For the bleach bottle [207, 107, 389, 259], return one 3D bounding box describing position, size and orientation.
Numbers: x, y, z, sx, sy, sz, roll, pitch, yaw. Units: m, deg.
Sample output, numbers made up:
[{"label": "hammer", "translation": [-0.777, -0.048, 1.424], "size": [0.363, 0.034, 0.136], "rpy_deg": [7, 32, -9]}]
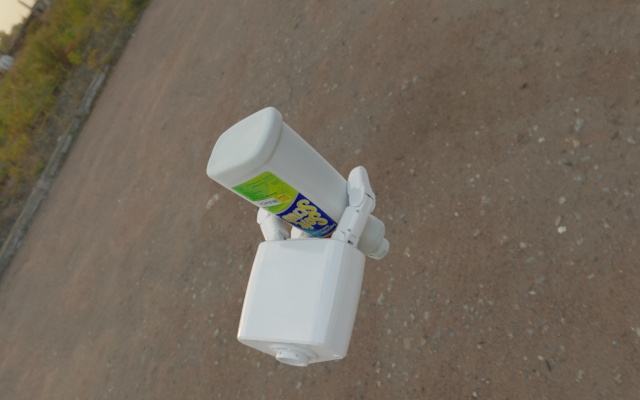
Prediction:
[{"label": "bleach bottle", "translation": [0.000, 0.002, 0.544], "size": [0.102, 0.068, 0.251], "rpy_deg": [-17, -41, 41]}]
